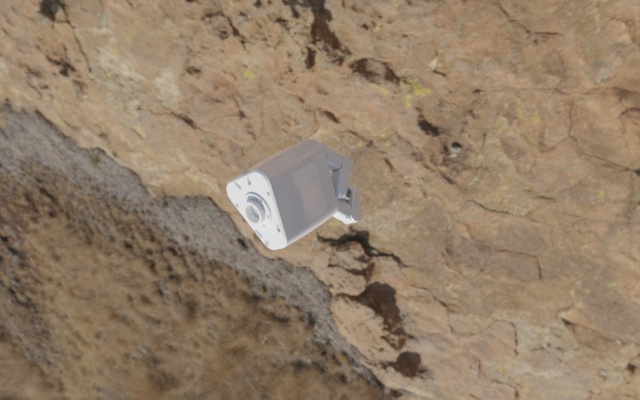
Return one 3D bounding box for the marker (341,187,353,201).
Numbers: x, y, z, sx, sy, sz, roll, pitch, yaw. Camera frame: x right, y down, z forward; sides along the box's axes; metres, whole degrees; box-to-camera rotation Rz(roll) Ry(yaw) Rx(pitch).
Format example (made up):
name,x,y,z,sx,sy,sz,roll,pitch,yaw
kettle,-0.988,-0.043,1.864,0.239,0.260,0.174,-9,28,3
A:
name,x,y,z,sx,sy,sz,roll,pitch,yaw
marker,0.000,0.002,0.719,0.020,0.020,0.121,0,-13,-41
